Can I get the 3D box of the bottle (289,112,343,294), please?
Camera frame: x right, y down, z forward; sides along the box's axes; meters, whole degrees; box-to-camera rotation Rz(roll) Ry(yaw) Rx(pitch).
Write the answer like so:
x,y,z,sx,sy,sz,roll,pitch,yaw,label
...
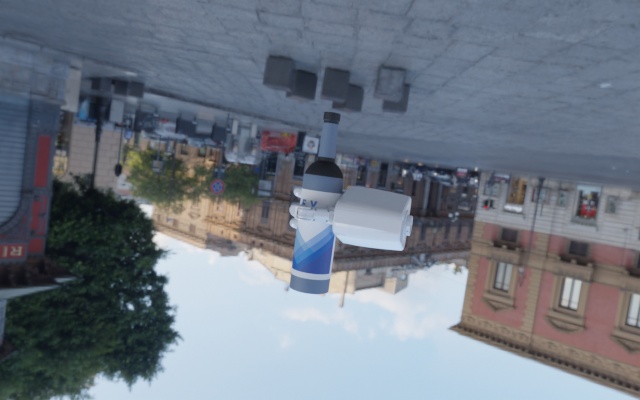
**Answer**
x,y,z,sx,sy,sz,roll,pitch,yaw,label
0.000,0.003,0.791,0.069,0.296,0.069,8,4,0,bottle
